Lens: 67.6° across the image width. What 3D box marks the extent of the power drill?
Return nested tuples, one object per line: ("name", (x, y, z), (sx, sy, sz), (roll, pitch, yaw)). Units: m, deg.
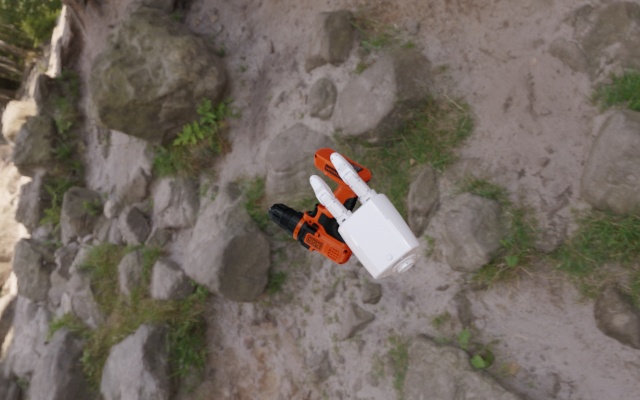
("power drill", (0.000, 0.003, 0.874), (0.184, 0.188, 0.057), (30, 30, 17))
